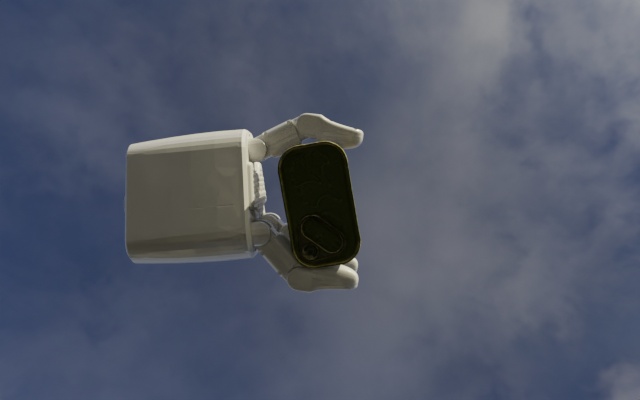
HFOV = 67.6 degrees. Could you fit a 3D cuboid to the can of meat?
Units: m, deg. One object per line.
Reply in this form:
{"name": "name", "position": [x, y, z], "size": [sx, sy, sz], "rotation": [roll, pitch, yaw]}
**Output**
{"name": "can of meat", "position": [0.000, 0.001, 0.427], "size": [0.057, 0.102, 0.084], "rotation": [-10, 4, 2]}
